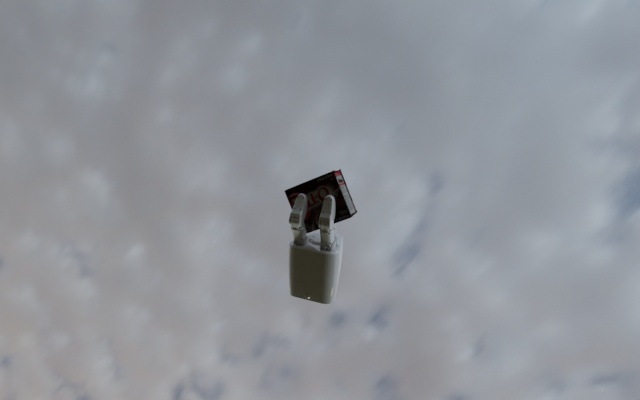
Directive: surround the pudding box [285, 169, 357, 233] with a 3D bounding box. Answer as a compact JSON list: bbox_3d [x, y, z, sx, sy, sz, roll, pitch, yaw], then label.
[{"bbox_3d":[0.000,0.003,0.875,0.113,0.090,0.039,-21,2,26],"label":"pudding box"}]
